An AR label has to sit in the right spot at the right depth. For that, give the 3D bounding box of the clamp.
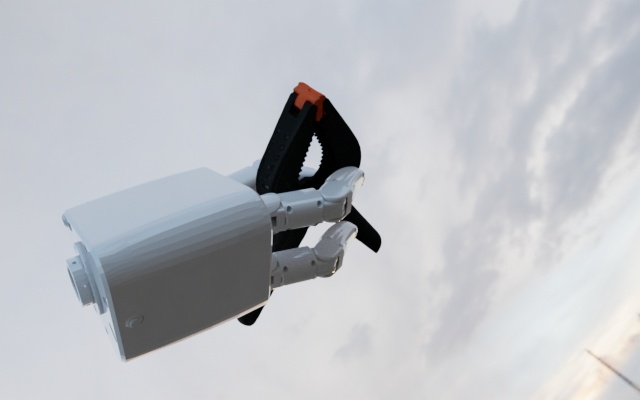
[{"bbox_3d":[-0.001,0.001,0.404,0.164,0.210,0.036,-21,43,-33],"label":"clamp"}]
